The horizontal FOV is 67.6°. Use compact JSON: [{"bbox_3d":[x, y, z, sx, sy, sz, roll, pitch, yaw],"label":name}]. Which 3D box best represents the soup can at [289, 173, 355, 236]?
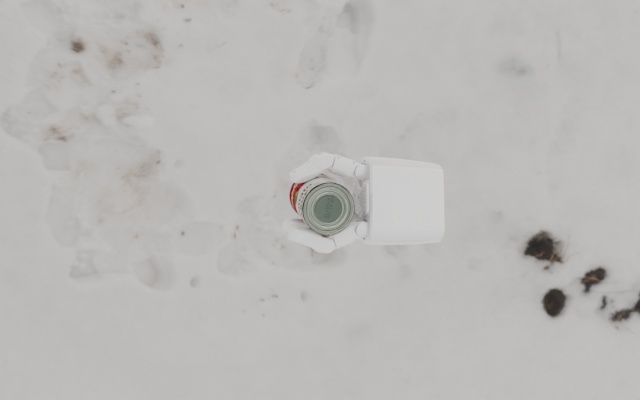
[{"bbox_3d":[0.000,0.002,0.627,0.068,0.068,0.102,0,11,-12],"label":"soup can"}]
